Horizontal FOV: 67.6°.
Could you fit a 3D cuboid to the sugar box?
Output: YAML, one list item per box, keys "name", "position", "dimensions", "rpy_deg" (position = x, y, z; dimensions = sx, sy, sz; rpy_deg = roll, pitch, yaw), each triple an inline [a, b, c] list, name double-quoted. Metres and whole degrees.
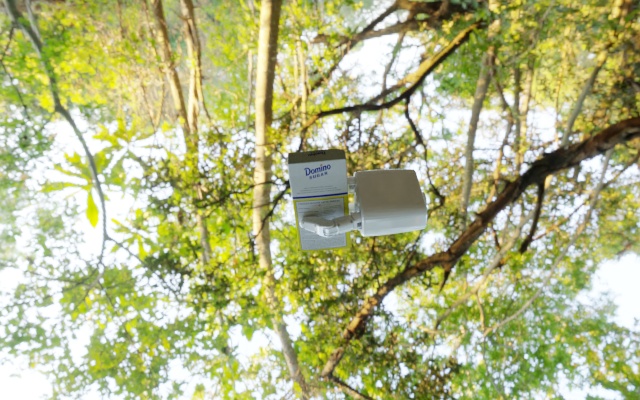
- name: "sugar box"
  position: [0.000, 0.002, 0.790]
  dimensions: [0.093, 0.176, 0.048]
  rpy_deg: [-4, 30, 0]
